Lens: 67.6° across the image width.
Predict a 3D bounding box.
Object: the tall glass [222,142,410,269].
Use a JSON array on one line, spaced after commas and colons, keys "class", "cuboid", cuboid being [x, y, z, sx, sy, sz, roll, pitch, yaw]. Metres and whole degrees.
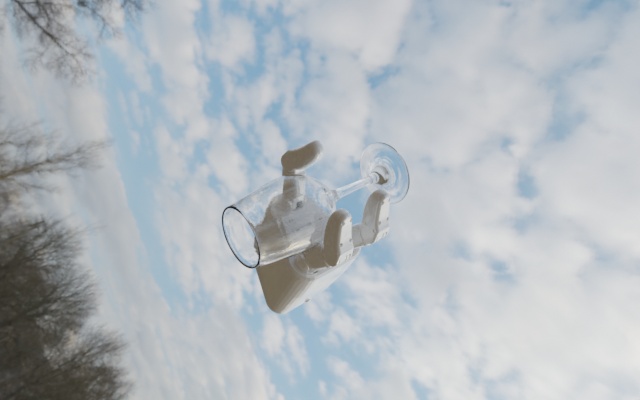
[{"class": "tall glass", "cuboid": [0.001, 0.001, 0.494, 0.201, 0.079, 0.079, -24, 14, -36]}]
